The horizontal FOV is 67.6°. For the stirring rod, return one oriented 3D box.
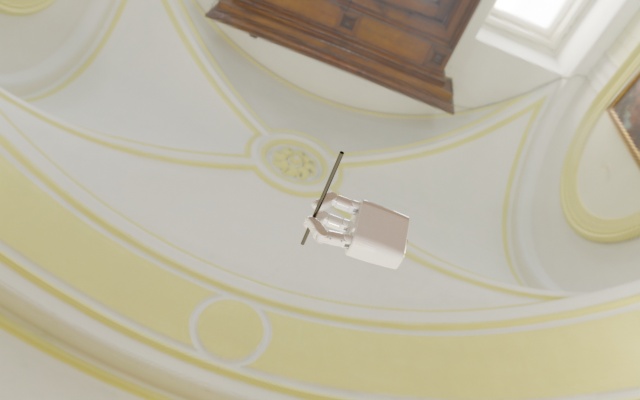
[{"bbox_3d":[0.000,0.003,0.894,0.011,0.240,0.011,13,41,-12],"label":"stirring rod"}]
